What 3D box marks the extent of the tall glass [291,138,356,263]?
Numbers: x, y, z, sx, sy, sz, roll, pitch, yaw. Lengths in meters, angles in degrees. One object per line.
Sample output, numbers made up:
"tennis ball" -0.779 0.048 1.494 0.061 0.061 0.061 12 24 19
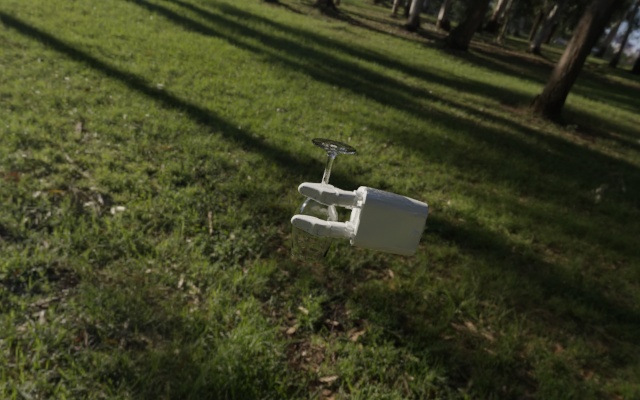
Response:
"tall glass" 0.000 0.002 0.800 0.079 0.201 0.079 12 19 -4
